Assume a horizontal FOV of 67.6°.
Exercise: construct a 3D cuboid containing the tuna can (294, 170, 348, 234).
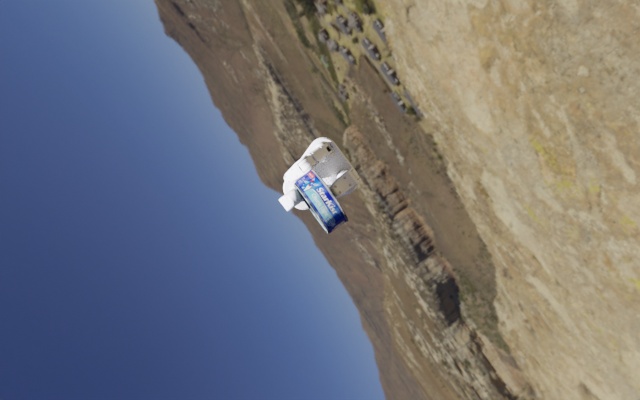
[{"bbox_3d":[0.000,0.002,0.651,0.034,0.086,0.086,-35,3,-4],"label":"tuna can"}]
